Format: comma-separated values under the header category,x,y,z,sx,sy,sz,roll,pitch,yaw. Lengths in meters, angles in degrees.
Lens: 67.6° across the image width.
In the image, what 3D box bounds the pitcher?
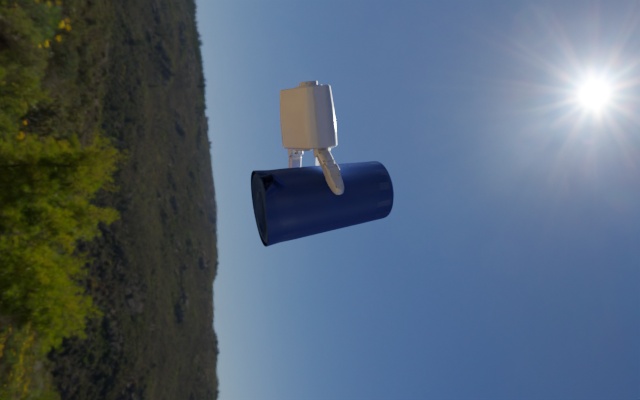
category,x,y,z,sx,sy,sz,roll,pitch,yaw
pitcher,0.000,0.003,0.862,0.243,0.145,0.149,-9,10,-17
